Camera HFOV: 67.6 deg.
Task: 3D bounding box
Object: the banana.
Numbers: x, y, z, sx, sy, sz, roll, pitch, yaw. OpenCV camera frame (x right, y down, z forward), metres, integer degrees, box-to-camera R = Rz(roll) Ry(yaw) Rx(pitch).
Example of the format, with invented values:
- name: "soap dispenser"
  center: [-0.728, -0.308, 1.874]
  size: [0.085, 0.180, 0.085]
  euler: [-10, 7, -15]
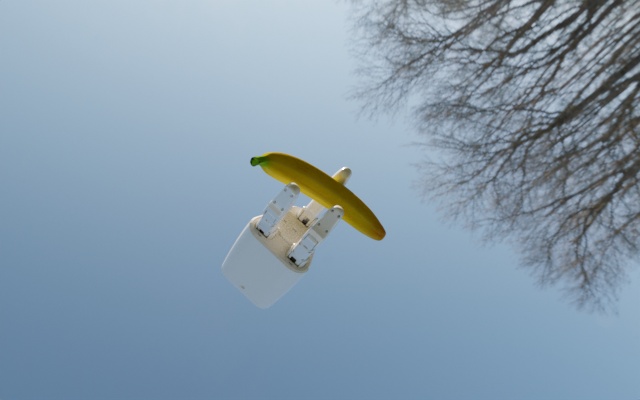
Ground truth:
- name: "banana"
  center: [-0.002, -0.011, 0.604]
  size: [0.198, 0.037, 0.069]
  euler: [29, 32, -18]
